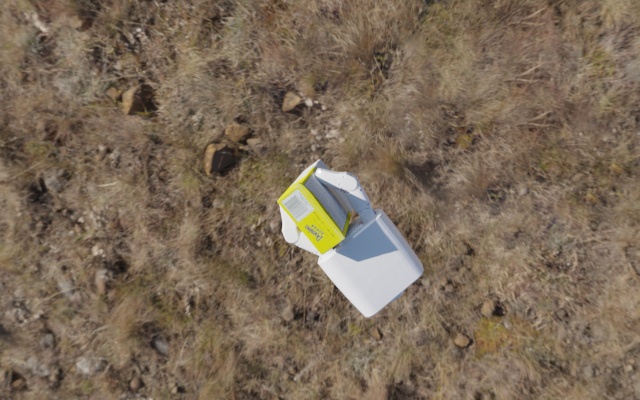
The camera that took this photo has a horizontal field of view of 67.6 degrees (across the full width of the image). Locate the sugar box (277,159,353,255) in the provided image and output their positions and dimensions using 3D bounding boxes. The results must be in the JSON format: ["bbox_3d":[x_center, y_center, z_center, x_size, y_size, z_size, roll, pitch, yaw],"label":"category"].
[{"bbox_3d":[0.000,0.003,0.679,0.048,0.093,0.176,-37,6,13],"label":"sugar box"}]
